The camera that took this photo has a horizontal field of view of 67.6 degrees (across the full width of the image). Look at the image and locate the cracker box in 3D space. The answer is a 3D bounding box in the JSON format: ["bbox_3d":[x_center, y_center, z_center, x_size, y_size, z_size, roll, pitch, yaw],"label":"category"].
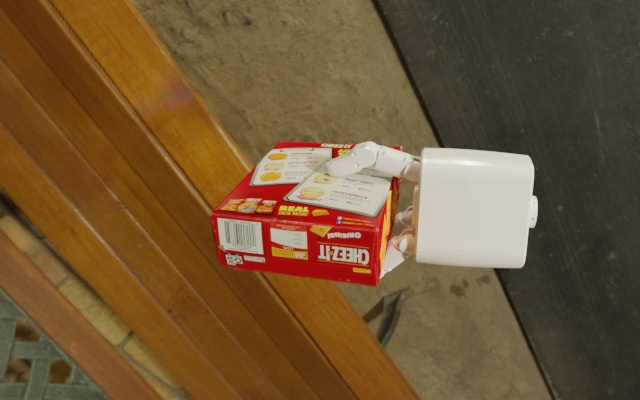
[{"bbox_3d":[0.000,0.002,0.535,0.164,0.072,0.213,5,27,14],"label":"cracker box"}]
